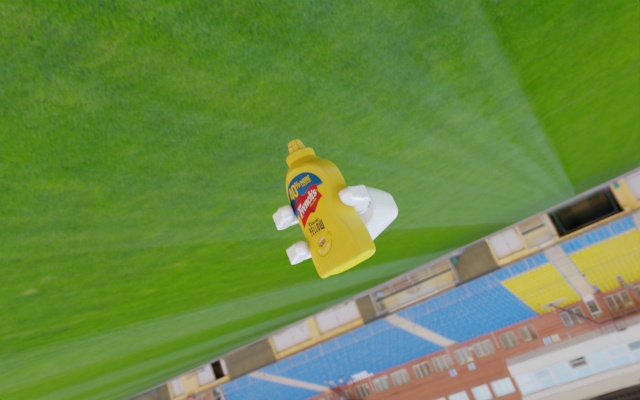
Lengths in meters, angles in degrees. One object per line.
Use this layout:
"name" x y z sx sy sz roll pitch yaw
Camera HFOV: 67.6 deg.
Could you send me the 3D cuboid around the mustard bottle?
"mustard bottle" 0.000 0.002 0.652 0.058 0.191 0.096 -12 -18 -39
